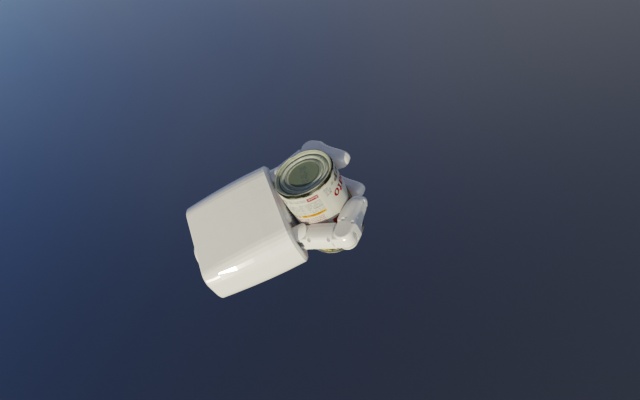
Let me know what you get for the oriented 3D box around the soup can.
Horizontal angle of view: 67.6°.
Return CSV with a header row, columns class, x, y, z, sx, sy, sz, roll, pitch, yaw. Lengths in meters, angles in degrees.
class,x,y,z,sx,sy,sz,roll,pitch,yaw
soup can,0.000,0.001,0.525,0.068,0.068,0.102,0,-38,28
